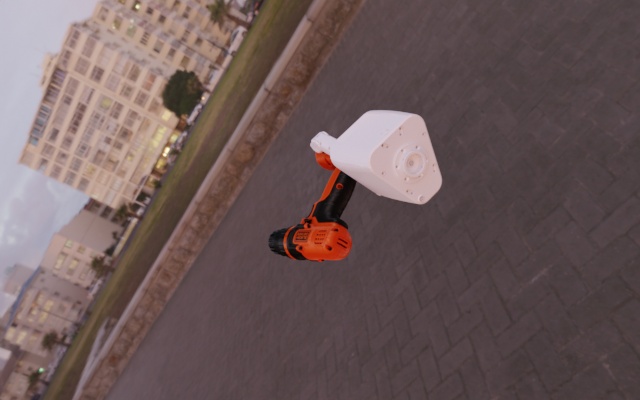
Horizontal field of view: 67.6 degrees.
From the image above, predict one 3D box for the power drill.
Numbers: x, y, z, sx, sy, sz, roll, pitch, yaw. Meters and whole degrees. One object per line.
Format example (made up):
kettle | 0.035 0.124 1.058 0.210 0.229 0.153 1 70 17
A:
power drill | 0.000 0.002 0.723 0.057 0.187 0.184 29 -19 -32
